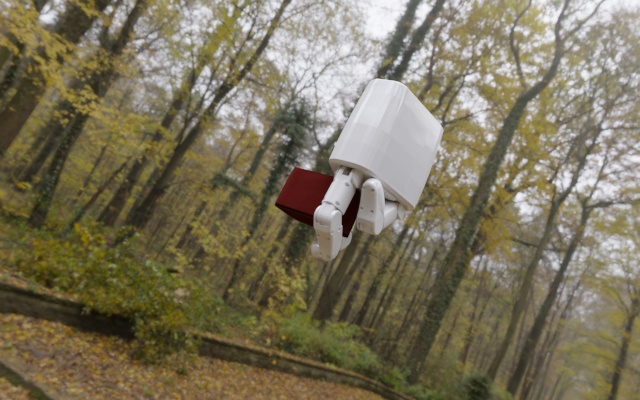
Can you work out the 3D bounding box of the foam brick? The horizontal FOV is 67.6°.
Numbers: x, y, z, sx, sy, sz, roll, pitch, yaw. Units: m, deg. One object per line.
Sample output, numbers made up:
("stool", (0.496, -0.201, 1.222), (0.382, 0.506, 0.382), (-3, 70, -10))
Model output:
("foam brick", (0.000, 0.002, 0.541), (0.078, 0.051, 0.053), (17, -13, 33))
